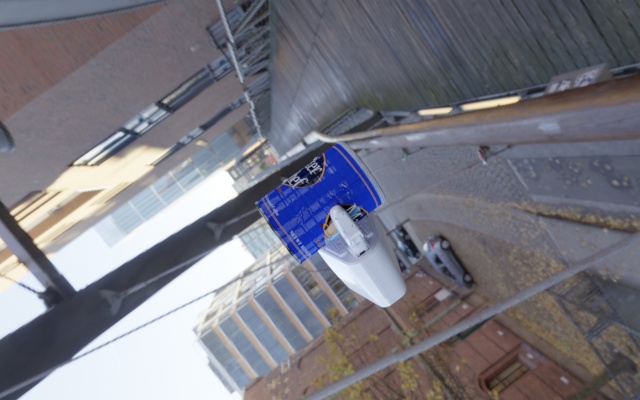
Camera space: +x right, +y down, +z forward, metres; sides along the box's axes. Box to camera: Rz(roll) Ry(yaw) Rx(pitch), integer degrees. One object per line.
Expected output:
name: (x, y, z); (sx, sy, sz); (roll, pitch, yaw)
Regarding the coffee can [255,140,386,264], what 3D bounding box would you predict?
coffee can: (0.000, 0.002, 0.633); (0.140, 0.103, 0.103); (-36, 2, -2)
